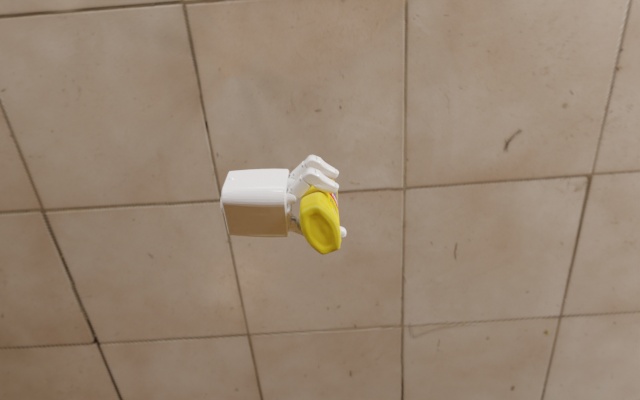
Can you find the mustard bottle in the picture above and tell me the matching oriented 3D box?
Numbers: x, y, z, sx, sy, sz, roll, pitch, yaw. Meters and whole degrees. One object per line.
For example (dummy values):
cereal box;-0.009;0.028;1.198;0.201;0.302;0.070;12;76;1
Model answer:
mustard bottle;0.000;0.003;0.829;0.058;0.096;0.191;-22;27;12
